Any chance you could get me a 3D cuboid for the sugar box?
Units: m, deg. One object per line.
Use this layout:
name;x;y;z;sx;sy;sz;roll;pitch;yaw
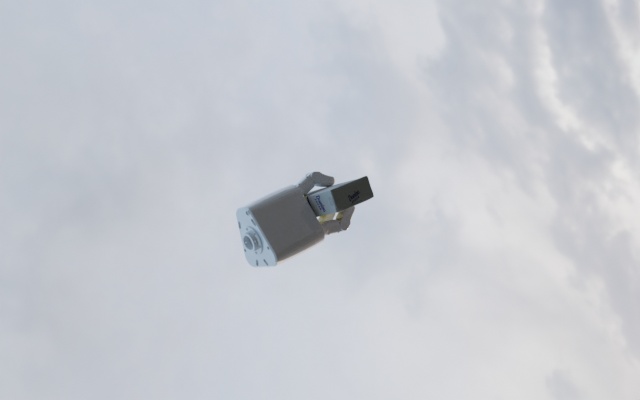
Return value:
sugar box;0.000;0.003;0.851;0.093;0.048;0.176;-22;7;-39
